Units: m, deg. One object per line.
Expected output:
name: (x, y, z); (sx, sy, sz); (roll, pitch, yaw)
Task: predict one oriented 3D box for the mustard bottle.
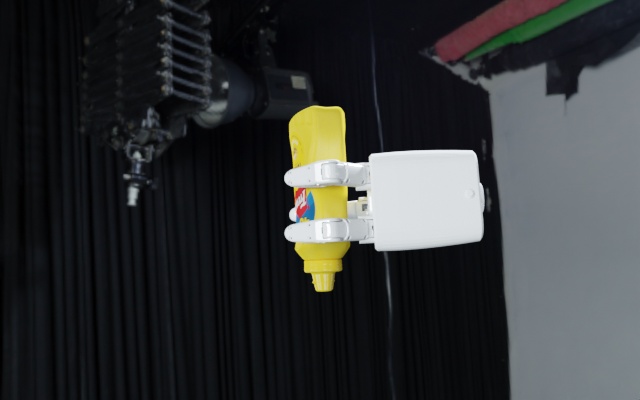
mustard bottle: (0.000, 0.001, 0.522); (0.058, 0.191, 0.096); (-1, -7, -18)
